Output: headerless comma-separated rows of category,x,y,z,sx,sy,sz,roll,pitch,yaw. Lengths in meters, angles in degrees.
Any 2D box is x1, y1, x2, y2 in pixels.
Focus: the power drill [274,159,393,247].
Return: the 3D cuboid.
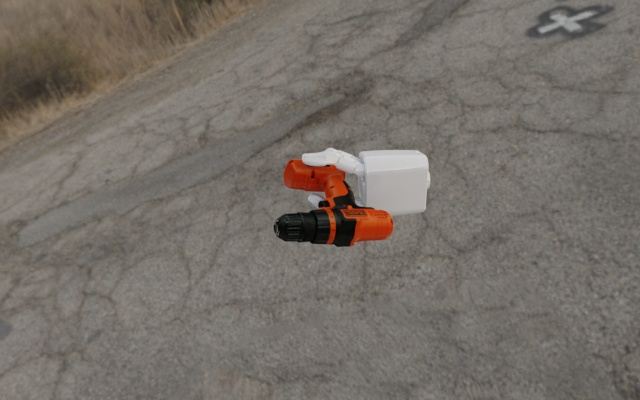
power drill,0.000,0.002,0.754,0.184,0.057,0.187,1,34,-23
